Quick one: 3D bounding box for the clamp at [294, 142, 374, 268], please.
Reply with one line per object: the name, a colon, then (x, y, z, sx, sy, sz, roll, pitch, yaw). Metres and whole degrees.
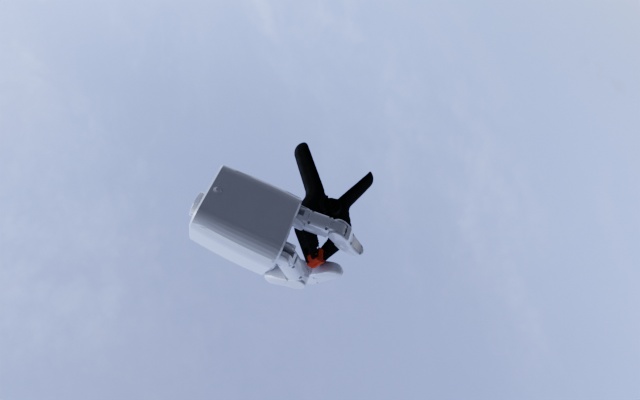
clamp: (0.000, 0.003, 0.629, 0.120, 0.171, 0.039, 26, -36, -7)
